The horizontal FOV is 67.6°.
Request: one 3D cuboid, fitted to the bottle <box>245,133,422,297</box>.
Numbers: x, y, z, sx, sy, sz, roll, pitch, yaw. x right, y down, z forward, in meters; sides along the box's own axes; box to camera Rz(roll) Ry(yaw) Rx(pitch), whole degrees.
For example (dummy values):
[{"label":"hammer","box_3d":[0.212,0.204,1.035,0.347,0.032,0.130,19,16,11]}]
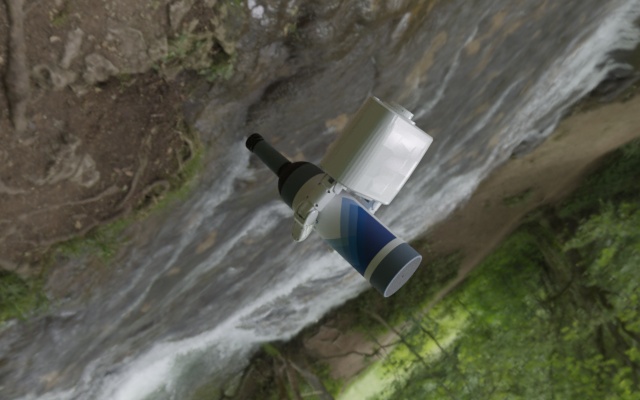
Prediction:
[{"label":"bottle","box_3d":[0.000,0.002,0.633,0.295,0.069,0.069,42,21,25]}]
